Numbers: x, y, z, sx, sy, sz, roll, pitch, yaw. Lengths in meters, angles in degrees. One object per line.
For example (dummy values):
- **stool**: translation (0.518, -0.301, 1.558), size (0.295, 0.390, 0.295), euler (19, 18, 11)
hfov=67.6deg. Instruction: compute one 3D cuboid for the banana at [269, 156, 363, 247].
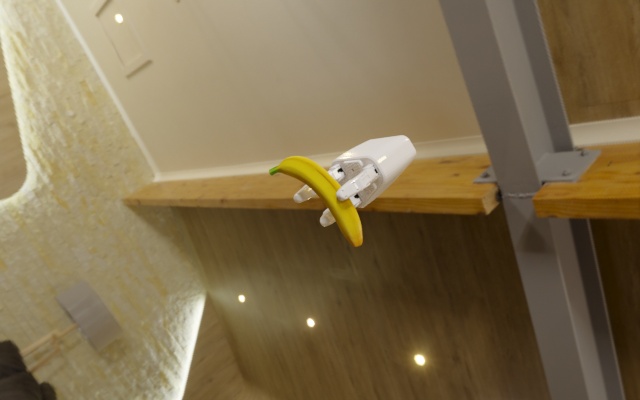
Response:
- **banana**: translation (0.004, -0.011, 0.761), size (0.037, 0.197, 0.070), euler (-35, -20, -42)
